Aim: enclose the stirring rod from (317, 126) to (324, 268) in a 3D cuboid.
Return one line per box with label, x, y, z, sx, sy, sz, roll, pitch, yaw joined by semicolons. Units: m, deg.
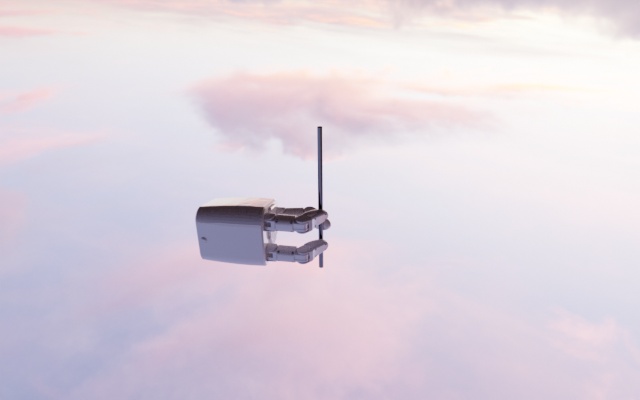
stirring rod;0.000;0.002;0.734;0.011;0.240;0.011;0;27;0
